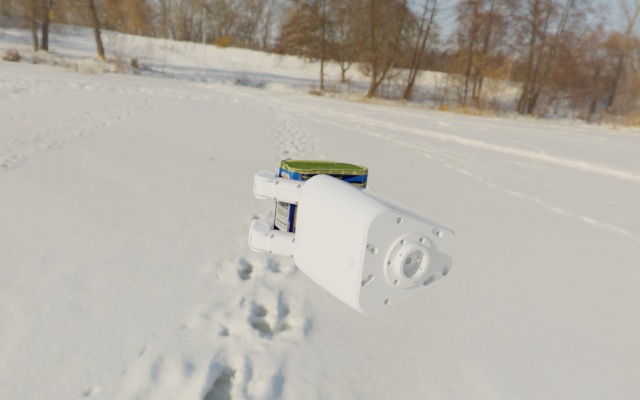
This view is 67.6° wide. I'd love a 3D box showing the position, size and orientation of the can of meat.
[{"bbox_3d":[0.000,0.001,0.522,0.102,0.084,0.057,-1,16,-28],"label":"can of meat"}]
